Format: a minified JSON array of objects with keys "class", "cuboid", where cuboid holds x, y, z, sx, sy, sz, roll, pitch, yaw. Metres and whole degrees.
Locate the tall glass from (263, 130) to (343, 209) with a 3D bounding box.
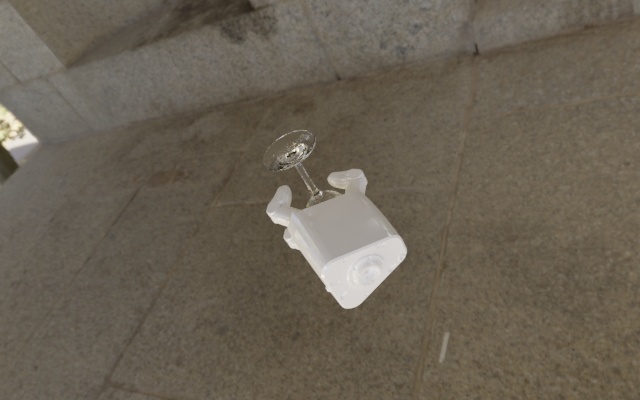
[{"class":"tall glass","cuboid":[0.000,0.002,0.668,0.079,0.079,0.201,0,-42,33]}]
